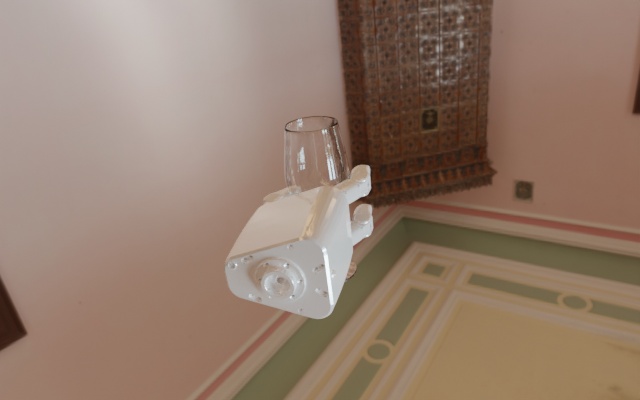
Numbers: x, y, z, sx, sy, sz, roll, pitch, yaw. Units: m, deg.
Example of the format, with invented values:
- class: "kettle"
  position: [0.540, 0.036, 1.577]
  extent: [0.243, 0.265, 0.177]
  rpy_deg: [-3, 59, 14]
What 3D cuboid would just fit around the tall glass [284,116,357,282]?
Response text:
- class: "tall glass"
  position: [0.000, 0.002, 0.586]
  extent: [0.079, 0.201, 0.079]
  rpy_deg: [-6, 25, 3]
